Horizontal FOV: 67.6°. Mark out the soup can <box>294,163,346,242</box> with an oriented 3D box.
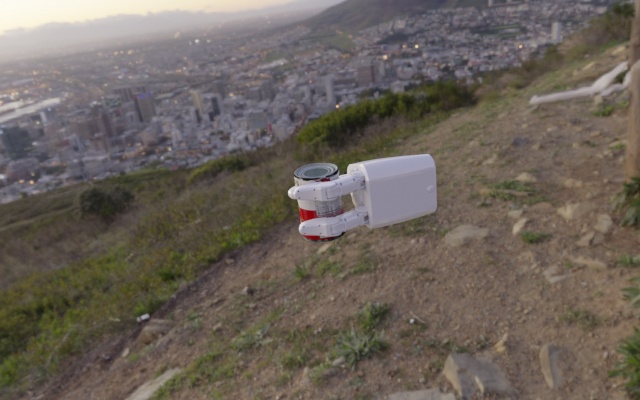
[{"bbox_3d":[0.000,0.002,0.713,0.068,0.102,0.068,-6,23,3],"label":"soup can"}]
